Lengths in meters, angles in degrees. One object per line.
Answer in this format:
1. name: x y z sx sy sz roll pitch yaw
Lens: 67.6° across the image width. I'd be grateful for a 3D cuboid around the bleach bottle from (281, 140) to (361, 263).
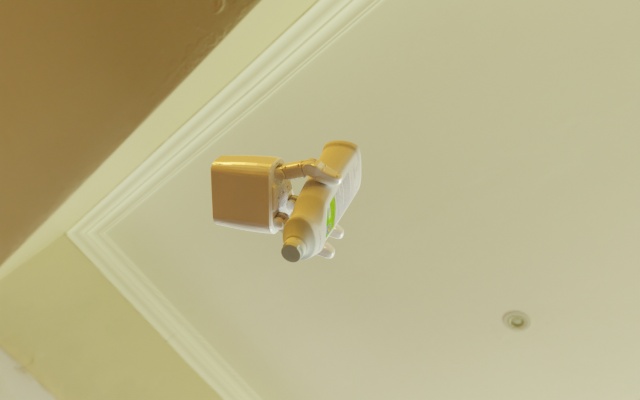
1. bleach bottle: 0.000 0.002 0.729 0.068 0.103 0.250 6 31 18
